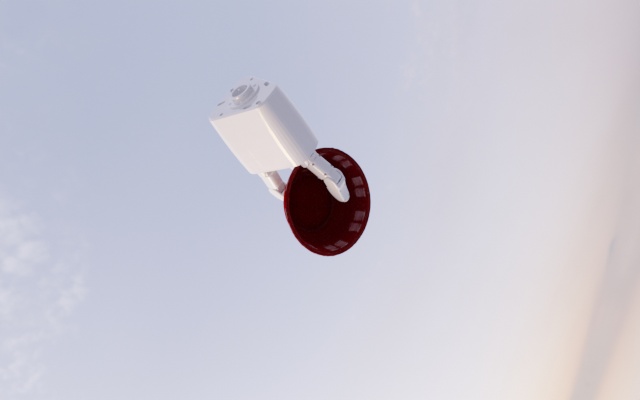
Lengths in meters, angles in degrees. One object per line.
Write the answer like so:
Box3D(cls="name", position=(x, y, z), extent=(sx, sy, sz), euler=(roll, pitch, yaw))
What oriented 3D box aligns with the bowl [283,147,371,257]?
Box3D(cls="bowl", position=(0.000, 0.003, 0.728), extent=(0.162, 0.162, 0.055), euler=(0, -1, -37))
